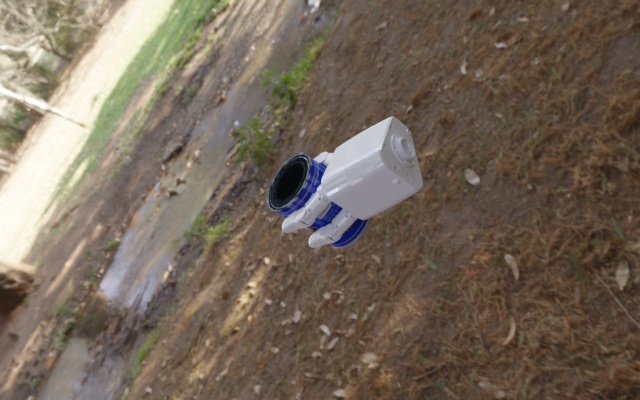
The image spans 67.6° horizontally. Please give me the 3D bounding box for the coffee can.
[{"bbox_3d":[0.000,0.003,0.765,0.140,0.102,0.103,32,-18,-31],"label":"coffee can"}]
